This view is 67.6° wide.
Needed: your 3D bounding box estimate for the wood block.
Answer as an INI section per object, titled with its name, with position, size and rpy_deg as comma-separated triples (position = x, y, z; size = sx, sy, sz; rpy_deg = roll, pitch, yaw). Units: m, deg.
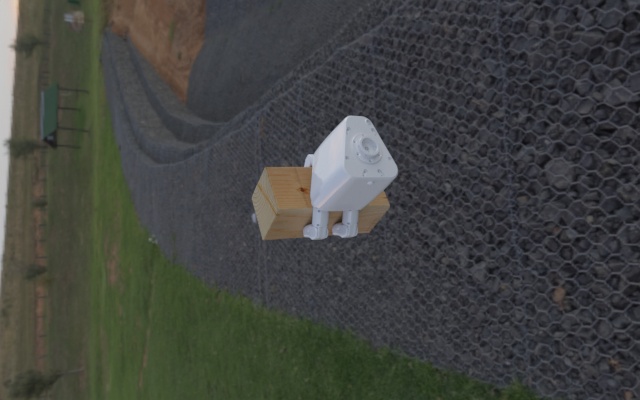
[wood block]
position = 0.000, 0.002, 0.818
size = 0.206, 0.090, 0.090
rpy_deg = -2, -35, -27
